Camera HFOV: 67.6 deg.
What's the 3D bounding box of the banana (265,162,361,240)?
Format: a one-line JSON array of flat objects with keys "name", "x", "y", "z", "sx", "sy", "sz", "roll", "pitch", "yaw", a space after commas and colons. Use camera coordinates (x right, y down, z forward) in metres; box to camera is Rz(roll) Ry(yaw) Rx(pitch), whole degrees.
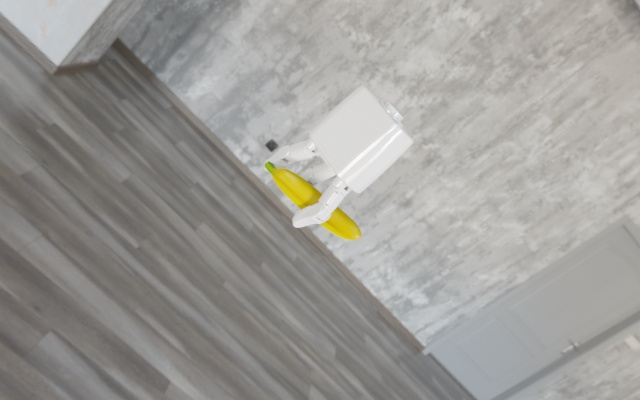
[{"name": "banana", "x": 0.000, "y": 0.008, "z": 0.722, "sx": 0.198, "sy": 0.037, "sz": 0.069, "roll": 40, "pitch": 14, "yaw": -21}]
